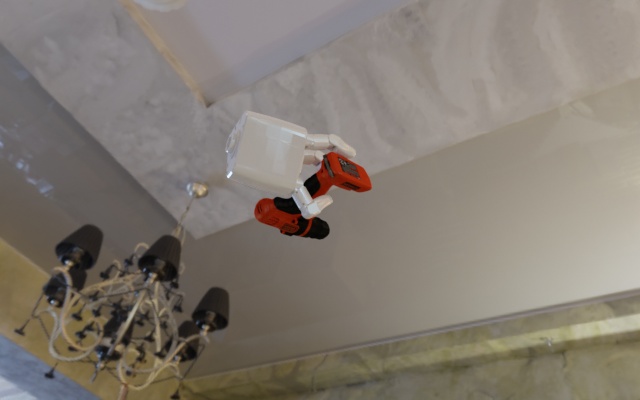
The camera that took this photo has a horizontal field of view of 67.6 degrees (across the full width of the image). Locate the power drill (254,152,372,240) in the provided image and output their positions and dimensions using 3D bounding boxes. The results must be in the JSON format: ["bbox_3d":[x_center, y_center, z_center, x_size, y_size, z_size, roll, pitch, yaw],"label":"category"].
[{"bbox_3d":[0.000,0.002,0.872,0.188,0.057,0.184,-39,-37,26],"label":"power drill"}]
